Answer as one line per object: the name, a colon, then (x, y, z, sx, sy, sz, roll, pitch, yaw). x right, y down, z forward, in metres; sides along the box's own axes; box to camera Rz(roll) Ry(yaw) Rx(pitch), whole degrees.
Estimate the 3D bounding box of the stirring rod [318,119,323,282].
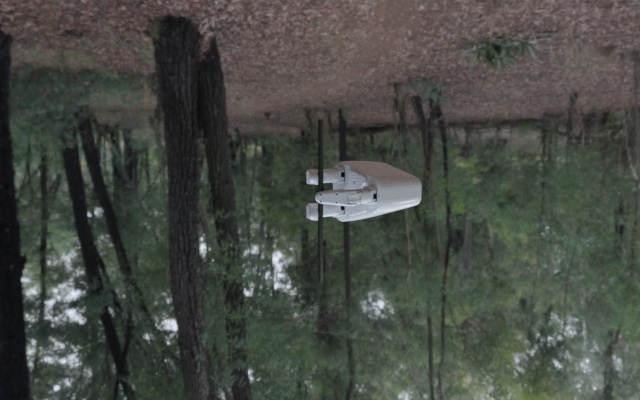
stirring rod: (0.000, 0.002, 0.704, 0.011, 0.239, 0.011, 0, 7, 0)
